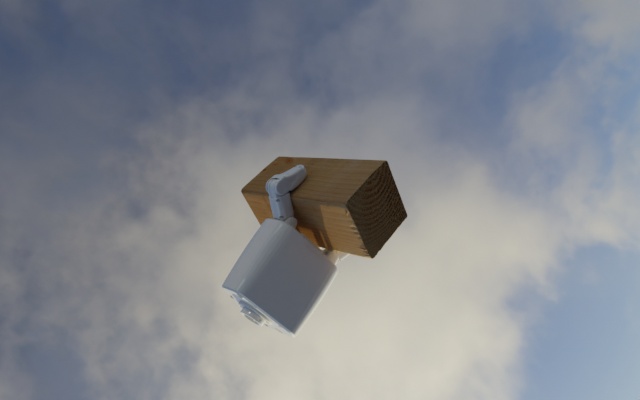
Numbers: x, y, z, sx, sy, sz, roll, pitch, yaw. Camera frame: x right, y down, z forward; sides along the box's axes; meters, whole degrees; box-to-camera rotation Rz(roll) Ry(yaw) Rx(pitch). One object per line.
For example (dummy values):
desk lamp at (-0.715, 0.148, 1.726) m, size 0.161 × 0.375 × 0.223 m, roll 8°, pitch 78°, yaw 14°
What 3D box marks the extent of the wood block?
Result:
wood block at (0.000, 0.002, 0.650) m, size 0.206 × 0.091 × 0.090 m, roll 7°, pitch 43°, yaw 45°
